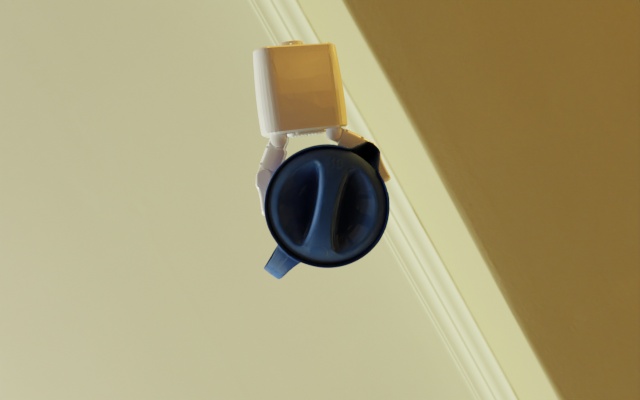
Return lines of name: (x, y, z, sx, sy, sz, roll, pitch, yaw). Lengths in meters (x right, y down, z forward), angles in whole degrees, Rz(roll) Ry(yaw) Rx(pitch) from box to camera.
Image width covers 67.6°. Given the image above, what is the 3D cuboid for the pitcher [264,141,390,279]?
pitcher: (0.000, 0.002, 0.618, 0.149, 0.145, 0.243, -8, 6, 1)
